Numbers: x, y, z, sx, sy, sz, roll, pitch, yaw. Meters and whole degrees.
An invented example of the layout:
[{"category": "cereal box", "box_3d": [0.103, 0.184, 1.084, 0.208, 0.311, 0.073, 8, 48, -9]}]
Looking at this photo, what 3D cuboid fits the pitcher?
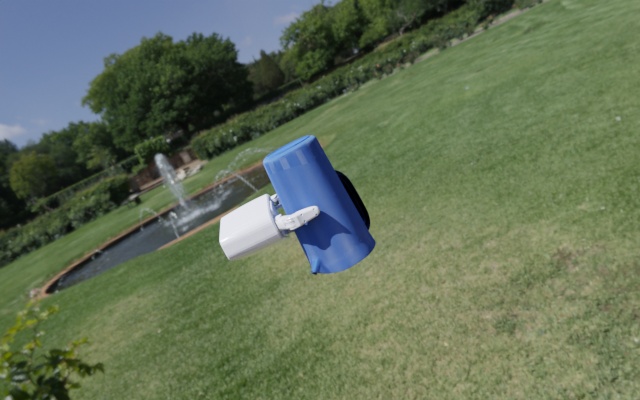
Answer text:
[{"category": "pitcher", "box_3d": [0.000, 0.003, 0.893, 0.145, 0.243, 0.149, -26, 12, 4]}]
